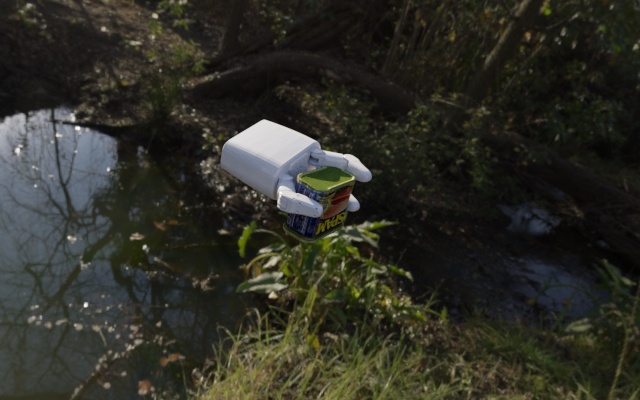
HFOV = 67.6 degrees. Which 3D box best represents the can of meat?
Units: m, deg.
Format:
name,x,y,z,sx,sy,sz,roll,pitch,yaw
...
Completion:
name,x,y,z,sx,sy,sz,roll,pitch,yaw
can of meat,0.000,0.002,0.688,0.057,0.084,0.102,30,30,26
